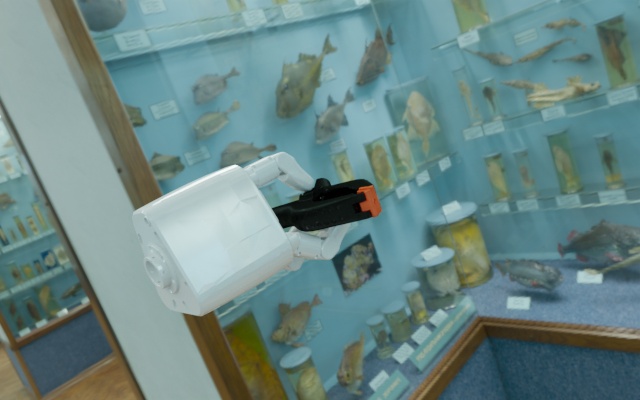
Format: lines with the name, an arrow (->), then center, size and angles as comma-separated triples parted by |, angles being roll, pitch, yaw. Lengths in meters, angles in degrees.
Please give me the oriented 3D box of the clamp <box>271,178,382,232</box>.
clamp -> 0.000, 0.001, 0.539 | 0.164, 0.036, 0.210 | -30, 14, -38
